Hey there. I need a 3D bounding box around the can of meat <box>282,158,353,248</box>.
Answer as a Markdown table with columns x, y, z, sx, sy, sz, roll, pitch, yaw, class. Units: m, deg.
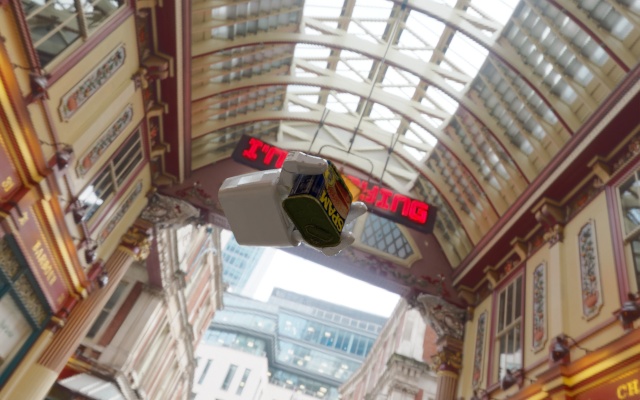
| x | y | z | sx | sy | sz | roll | pitch | yaw | class |
| --- | --- | --- | --- | --- | --- | --- | --- | --- | --- |
| 0.000 | 0.002 | 0.675 | 0.057 | 0.084 | 0.102 | -7 | -48 | 30 | can of meat |
